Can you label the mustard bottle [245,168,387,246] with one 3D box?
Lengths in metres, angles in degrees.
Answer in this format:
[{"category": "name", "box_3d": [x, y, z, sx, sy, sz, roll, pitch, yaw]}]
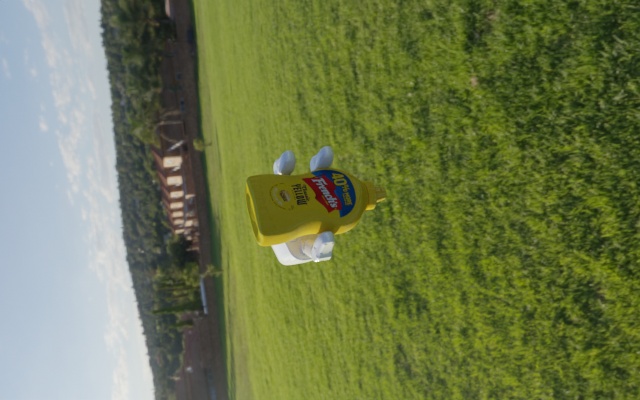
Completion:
[{"category": "mustard bottle", "box_3d": [0.000, 0.002, 0.648, 0.191, 0.096, 0.058, -8, -34, -19]}]
